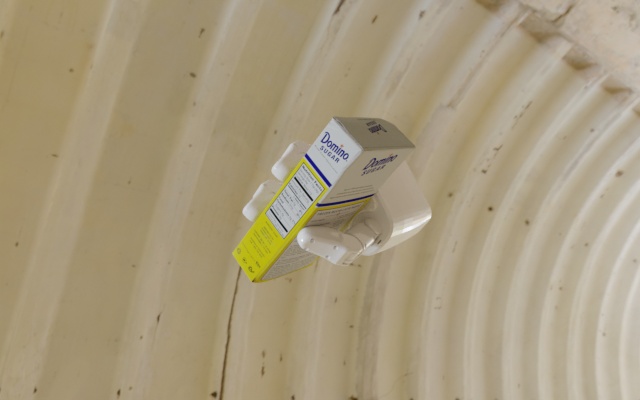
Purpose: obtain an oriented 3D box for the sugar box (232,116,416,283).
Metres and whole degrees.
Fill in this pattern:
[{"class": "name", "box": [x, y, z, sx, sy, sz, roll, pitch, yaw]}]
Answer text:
[{"class": "sugar box", "box": [0.000, 0.001, 0.441, 0.093, 0.048, 0.176, -10, -37, -53]}]
